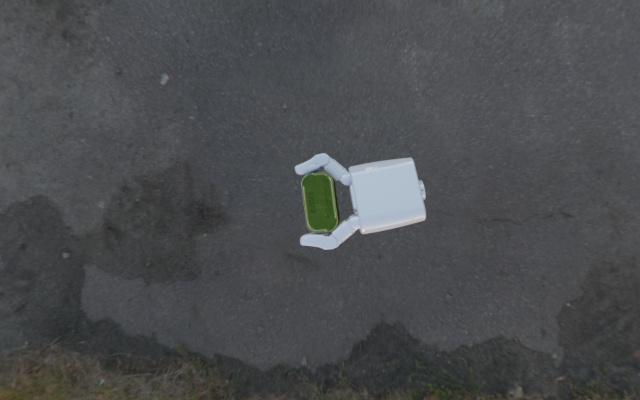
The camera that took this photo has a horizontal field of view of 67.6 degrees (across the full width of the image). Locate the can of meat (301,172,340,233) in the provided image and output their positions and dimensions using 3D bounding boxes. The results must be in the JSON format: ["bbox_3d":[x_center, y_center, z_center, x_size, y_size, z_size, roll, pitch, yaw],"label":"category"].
[{"bbox_3d":[0.000,0.003,0.792,0.057,0.102,0.084,-8,1,2],"label":"can of meat"}]
